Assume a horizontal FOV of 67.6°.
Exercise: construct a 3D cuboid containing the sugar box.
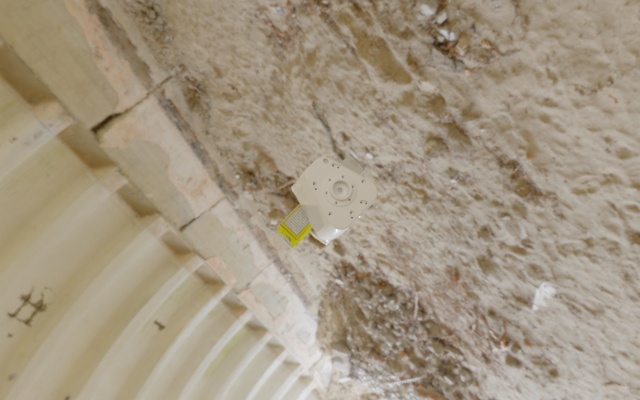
[{"bbox_3d":[0.000,0.003,0.842,0.176,0.048,0.093,-44,-4,-15],"label":"sugar box"}]
